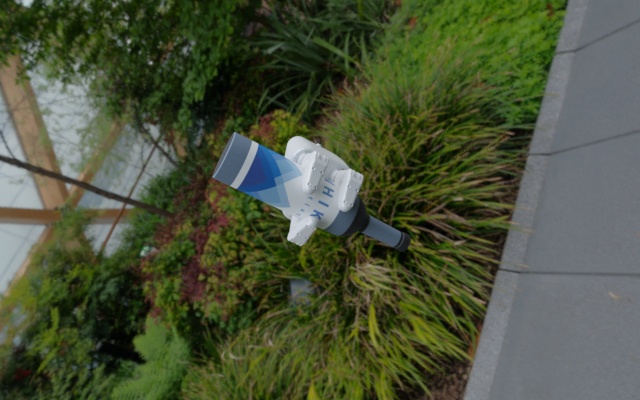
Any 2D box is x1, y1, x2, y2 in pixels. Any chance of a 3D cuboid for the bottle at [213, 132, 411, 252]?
[{"bbox_3d":[0.000,0.002,0.666,0.296,0.069,0.069,26,-8,-17],"label":"bottle"}]
